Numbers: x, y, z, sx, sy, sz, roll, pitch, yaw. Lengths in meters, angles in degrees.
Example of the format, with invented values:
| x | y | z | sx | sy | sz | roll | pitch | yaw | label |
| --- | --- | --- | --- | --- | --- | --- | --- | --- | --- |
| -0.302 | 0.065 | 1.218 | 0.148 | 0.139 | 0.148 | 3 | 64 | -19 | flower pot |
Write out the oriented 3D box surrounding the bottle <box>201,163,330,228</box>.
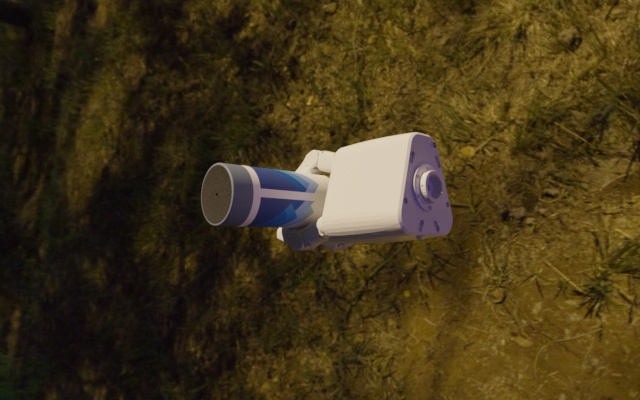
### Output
| x | y | z | sx | sy | sz | roll | pitch | yaw | label |
| --- | --- | --- | --- | --- | --- | --- | --- | --- | --- |
| 0.000 | 0.002 | 0.596 | 0.296 | 0.069 | 0.069 | 4 | -3 | -42 | bottle |
